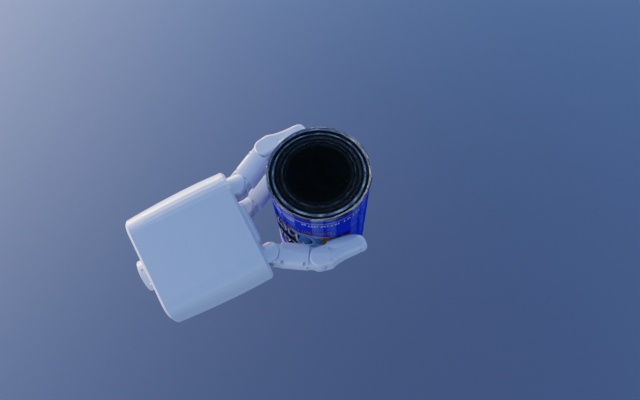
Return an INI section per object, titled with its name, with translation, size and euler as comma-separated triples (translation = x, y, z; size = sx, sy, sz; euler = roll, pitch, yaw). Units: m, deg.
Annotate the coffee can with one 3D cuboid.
[coffee can]
translation = 0.000, 0.002, 0.518
size = 0.103, 0.102, 0.140
euler = 0, -25, 1
